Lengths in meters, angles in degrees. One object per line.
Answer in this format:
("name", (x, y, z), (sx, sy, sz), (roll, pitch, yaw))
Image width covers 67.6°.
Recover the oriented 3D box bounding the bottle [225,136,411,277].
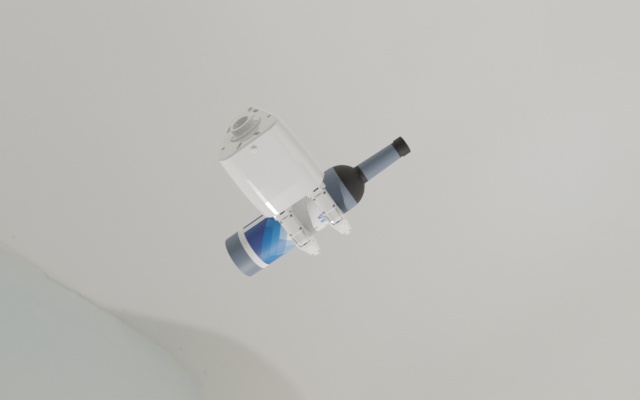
("bottle", (0.000, 0.002, 0.692), (0.296, 0.069, 0.069), (-34, -4, 6))
